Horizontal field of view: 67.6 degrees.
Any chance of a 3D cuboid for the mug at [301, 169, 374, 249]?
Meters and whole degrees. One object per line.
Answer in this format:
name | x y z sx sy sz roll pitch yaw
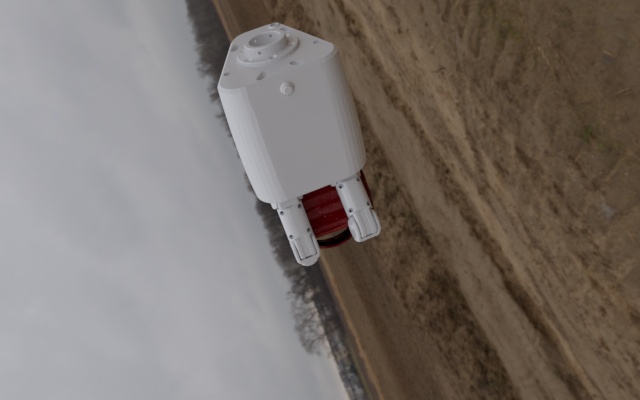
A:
mug | 0.000 0.003 0.475 0.081 0.117 0.093 -21 39 -5
